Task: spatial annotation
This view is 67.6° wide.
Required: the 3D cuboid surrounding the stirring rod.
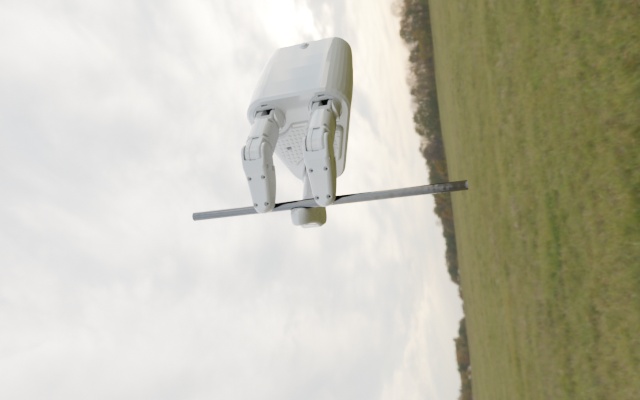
[{"bbox_3d":[0.000,0.001,0.405,0.239,0.011,0.011,-7,-2,15],"label":"stirring rod"}]
